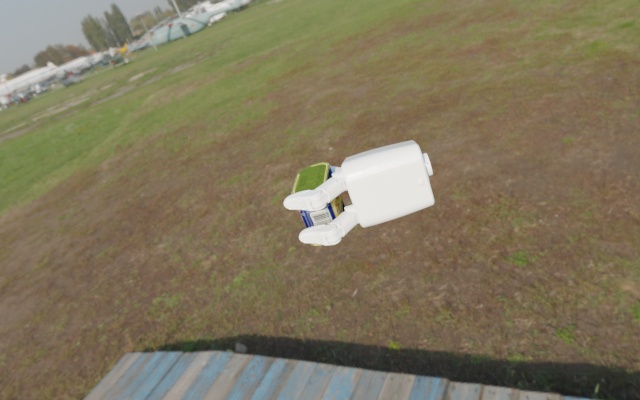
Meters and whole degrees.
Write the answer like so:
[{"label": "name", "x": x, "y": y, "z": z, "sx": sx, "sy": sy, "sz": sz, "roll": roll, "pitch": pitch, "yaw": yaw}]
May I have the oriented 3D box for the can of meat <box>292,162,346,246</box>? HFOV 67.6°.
[{"label": "can of meat", "x": 0.000, "y": 0.002, "z": 0.700, "sx": 0.057, "sy": 0.084, "sz": 0.102, "roll": -15, "pitch": 25, "yaw": 12}]
